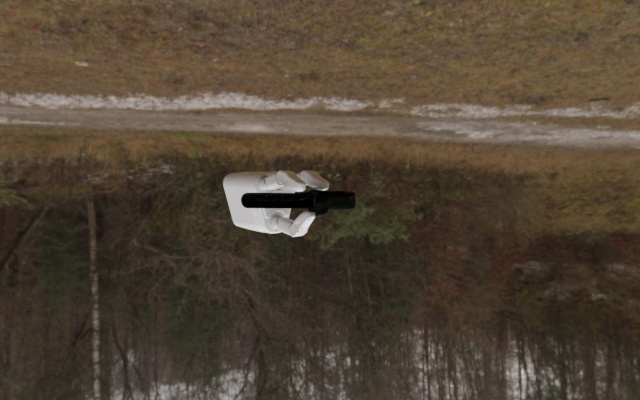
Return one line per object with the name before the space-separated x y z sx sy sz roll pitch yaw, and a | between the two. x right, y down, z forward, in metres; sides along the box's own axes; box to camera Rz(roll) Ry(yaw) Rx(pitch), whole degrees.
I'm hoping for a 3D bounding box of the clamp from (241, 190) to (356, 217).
clamp | 0.000 0.003 0.783 0.164 0.036 0.210 8 8 44
